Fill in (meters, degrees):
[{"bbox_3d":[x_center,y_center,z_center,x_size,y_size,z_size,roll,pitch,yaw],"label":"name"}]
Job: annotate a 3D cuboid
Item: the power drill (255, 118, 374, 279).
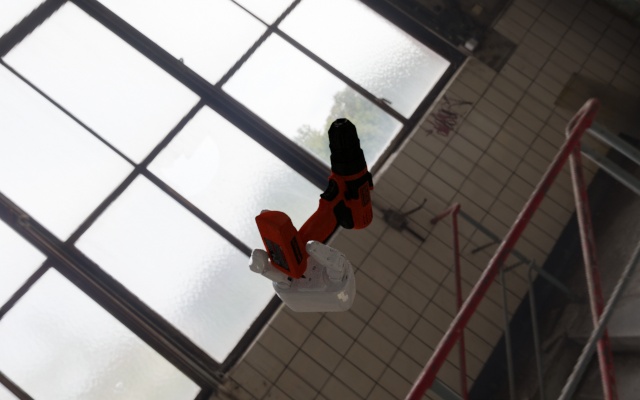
[{"bbox_3d":[0.000,0.003,0.656,0.057,0.185,0.187,22,50,41],"label":"power drill"}]
